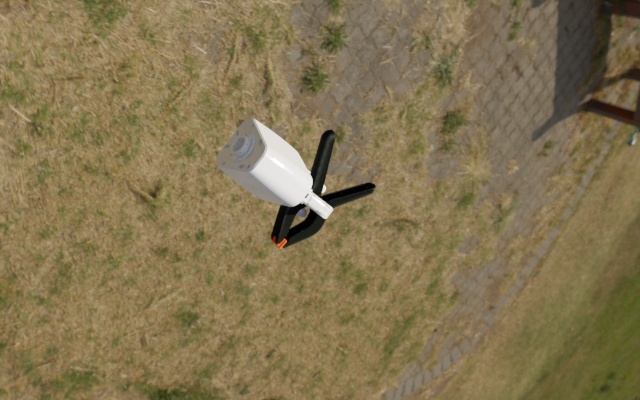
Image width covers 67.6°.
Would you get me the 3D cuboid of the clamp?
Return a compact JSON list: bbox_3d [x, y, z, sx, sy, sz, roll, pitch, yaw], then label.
[{"bbox_3d":[0.000,0.003,0.829,0.165,0.210,0.036,38,0,-40],"label":"clamp"}]
